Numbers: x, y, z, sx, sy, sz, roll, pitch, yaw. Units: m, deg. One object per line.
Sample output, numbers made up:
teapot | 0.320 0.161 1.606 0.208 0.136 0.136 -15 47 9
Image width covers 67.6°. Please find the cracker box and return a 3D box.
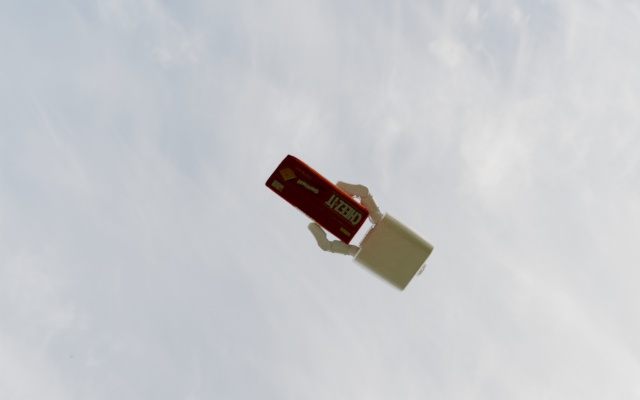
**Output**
cracker box | 0.000 0.003 0.846 0.164 0.072 0.214 35 -2 4
